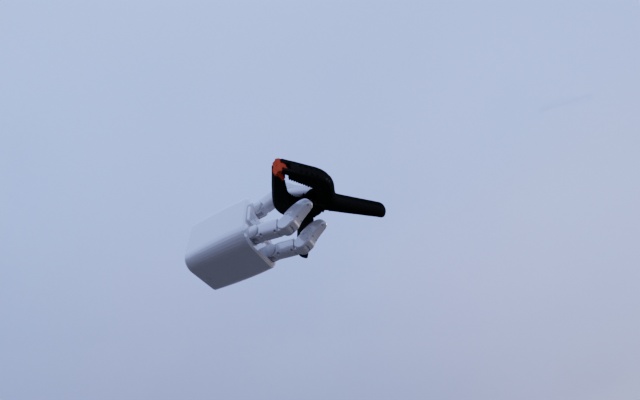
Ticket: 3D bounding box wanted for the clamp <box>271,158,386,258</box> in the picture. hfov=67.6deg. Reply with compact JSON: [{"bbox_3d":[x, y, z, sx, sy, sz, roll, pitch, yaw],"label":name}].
[{"bbox_3d":[0.000,0.002,0.724,0.164,0.036,0.210,-26,-43,9],"label":"clamp"}]
